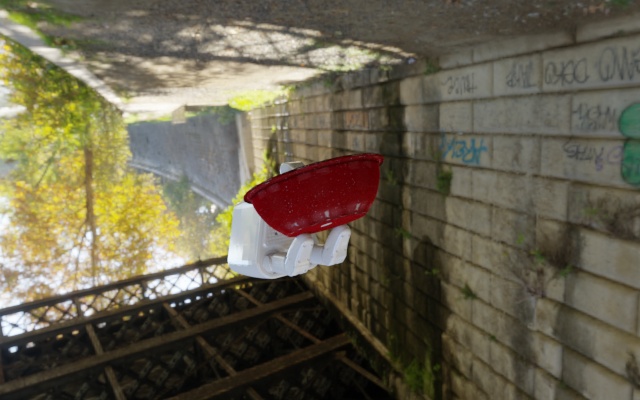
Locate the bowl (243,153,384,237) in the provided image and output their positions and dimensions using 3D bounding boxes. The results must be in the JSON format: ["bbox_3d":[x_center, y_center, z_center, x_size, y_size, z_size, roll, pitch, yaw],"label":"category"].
[{"bbox_3d":[0.001,0.002,0.525,0.162,0.055,0.162,-16,-9,-3],"label":"bowl"}]
